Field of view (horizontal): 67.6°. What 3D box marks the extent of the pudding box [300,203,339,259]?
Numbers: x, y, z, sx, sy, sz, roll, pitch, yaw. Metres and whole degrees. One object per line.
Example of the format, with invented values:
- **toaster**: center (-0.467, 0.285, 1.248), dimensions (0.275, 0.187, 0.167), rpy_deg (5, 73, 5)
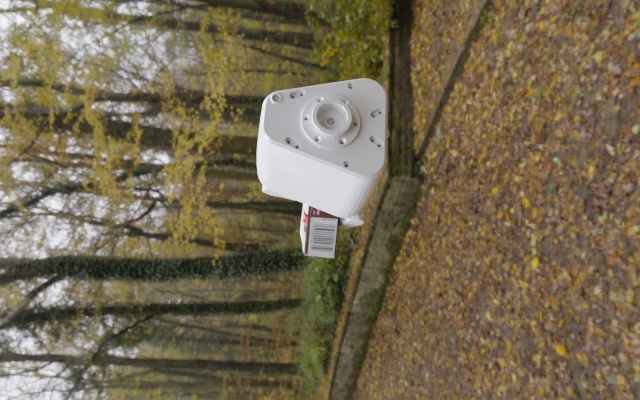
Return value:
- **pudding box**: center (0.000, 0.002, 0.566), dimensions (0.039, 0.113, 0.090), rpy_deg (6, 10, -6)
